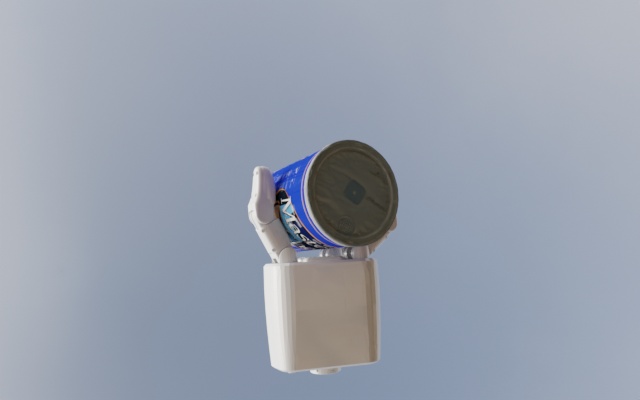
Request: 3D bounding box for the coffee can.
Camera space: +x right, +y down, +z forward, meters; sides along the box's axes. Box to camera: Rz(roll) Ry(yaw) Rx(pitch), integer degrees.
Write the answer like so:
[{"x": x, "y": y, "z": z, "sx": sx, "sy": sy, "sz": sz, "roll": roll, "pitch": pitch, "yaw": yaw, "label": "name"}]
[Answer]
[{"x": 0.000, "y": 0.001, "z": 0.510, "sx": 0.103, "sy": 0.103, "sz": 0.140, "roll": 0, "pitch": -8, "yaw": -28, "label": "coffee can"}]
